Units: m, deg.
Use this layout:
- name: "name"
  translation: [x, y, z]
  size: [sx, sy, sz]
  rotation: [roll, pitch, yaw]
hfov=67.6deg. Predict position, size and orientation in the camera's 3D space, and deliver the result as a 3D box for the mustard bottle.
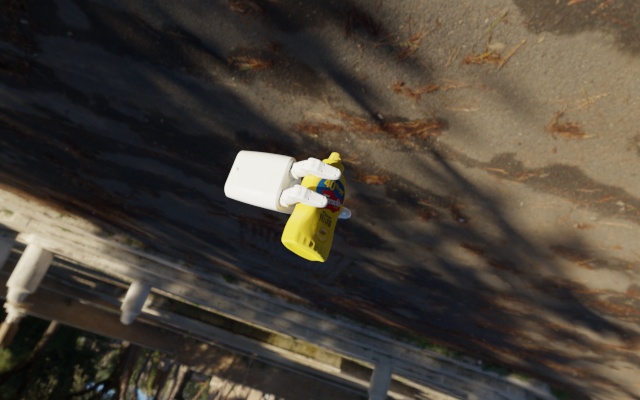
- name: "mustard bottle"
  translation: [0.000, 0.003, 0.833]
  size: [0.058, 0.191, 0.096]
  rotation: [0, -26, 41]
